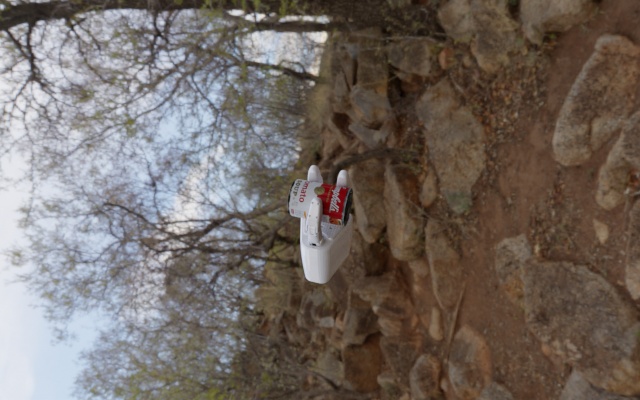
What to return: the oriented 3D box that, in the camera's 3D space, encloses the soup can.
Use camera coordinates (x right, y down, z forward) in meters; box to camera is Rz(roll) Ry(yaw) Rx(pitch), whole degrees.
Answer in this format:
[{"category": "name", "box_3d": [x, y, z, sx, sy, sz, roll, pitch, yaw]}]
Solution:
[{"category": "soup can", "box_3d": [0.000, 0.002, 0.840, 0.102, 0.068, 0.068, 11, 2, 12]}]
